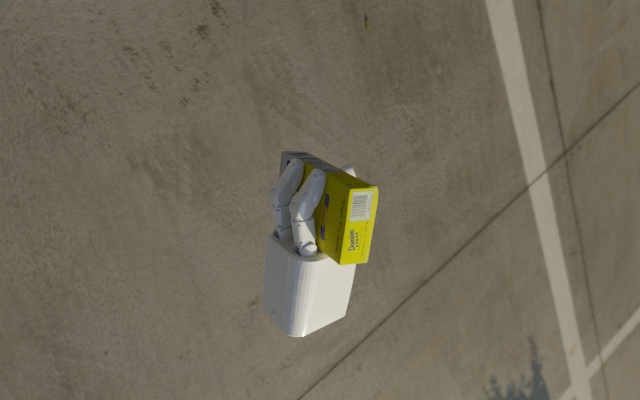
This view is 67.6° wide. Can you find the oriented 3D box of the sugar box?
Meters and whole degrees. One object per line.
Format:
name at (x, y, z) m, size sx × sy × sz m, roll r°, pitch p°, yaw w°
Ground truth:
sugar box at (0.000, 0.002, 0.595) m, size 0.048 × 0.093 × 0.176 m, roll -3°, pitch 19°, yaw -32°
